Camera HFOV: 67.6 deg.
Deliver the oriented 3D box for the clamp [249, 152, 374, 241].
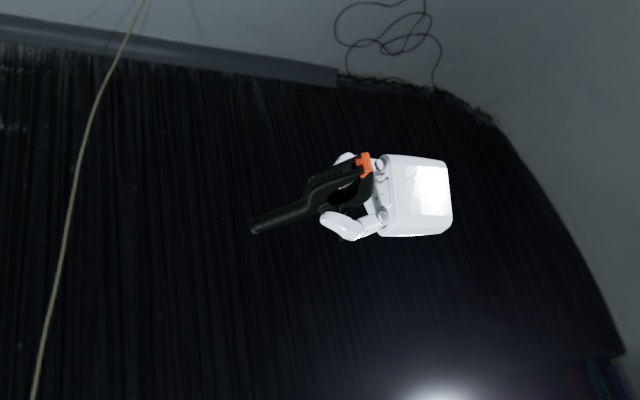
[{"bbox_3d":[0.001,0.003,0.657,0.164,0.036,0.210,3,-30,-23],"label":"clamp"}]
